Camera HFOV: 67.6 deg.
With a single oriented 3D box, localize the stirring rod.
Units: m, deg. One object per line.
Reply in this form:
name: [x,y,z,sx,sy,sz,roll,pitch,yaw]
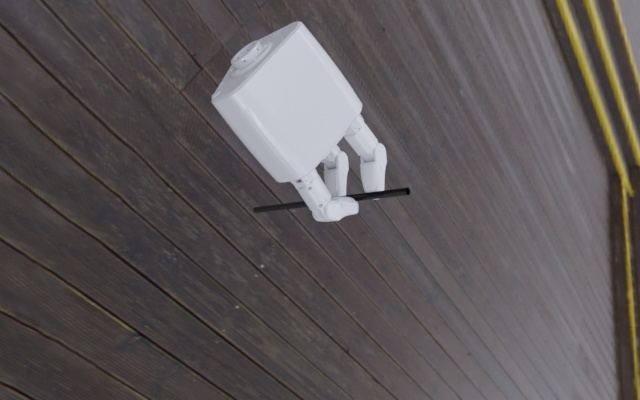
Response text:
stirring rod: [0.000,0.002,0.559,0.239,0.011,0.011,-7,-5,43]
